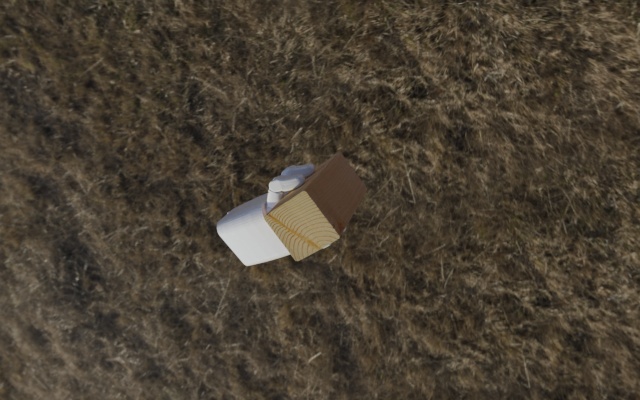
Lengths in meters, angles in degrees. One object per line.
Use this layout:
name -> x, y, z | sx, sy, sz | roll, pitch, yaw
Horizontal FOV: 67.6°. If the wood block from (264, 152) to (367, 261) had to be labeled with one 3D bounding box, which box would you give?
wood block -> 0.000, 0.003, 0.805 | 0.090, 0.091, 0.206 | -32, 10, 26
